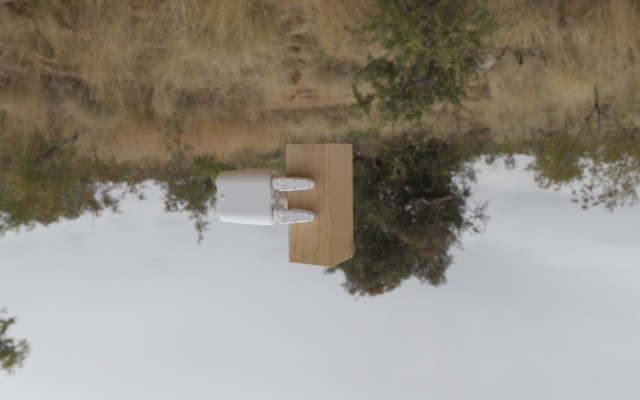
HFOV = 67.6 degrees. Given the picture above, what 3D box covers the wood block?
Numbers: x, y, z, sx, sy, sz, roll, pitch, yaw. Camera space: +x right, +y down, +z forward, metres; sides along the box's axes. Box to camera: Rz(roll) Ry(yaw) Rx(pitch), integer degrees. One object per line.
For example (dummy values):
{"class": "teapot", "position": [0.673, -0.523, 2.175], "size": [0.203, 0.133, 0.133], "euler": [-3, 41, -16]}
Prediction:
{"class": "wood block", "position": [0.000, 0.003, 0.843], "size": [0.090, 0.206, 0.091], "euler": [2, 7, 27]}
